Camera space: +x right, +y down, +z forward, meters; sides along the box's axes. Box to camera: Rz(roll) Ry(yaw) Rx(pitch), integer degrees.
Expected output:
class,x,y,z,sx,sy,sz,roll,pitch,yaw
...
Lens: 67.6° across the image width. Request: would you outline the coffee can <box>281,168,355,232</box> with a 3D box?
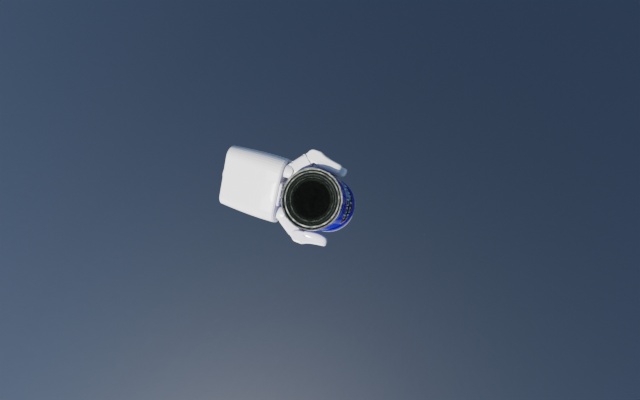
class,x,y,z,sx,sy,sz,roll,pitch,yaw
coffee can,0.000,0.003,0.830,0.103,0.103,0.140,0,-4,12
